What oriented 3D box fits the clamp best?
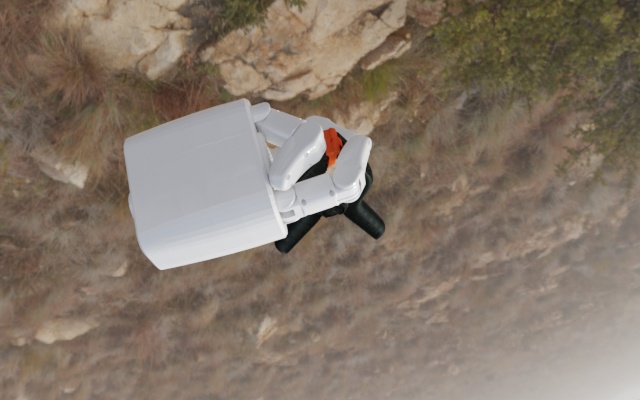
[{"bbox_3d":[0.000,0.002,0.464,0.120,0.039,0.172,-18,-37,-1],"label":"clamp"}]
